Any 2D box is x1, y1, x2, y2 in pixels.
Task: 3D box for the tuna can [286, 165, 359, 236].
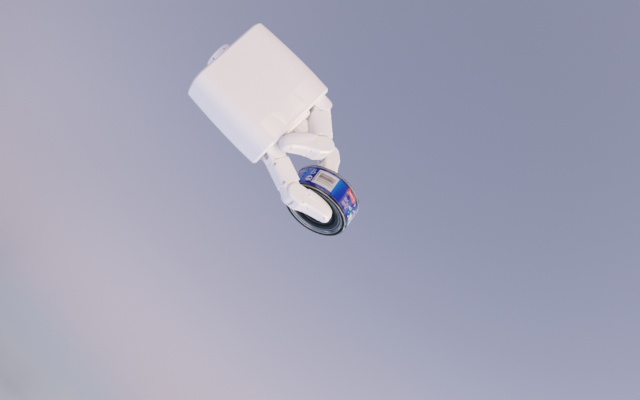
[{"bbox_3d":[0.000,0.002,0.564,0.086,0.086,0.033,0,41,40],"label":"tuna can"}]
